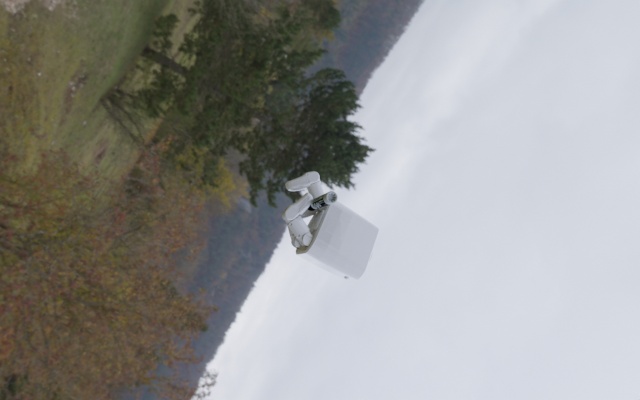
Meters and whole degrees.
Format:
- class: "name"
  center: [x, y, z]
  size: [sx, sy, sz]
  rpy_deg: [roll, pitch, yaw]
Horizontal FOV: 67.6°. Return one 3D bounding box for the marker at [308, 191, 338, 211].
- class: "marker"
  center: [0.000, 0.002, 0.768]
  size: [0.020, 0.020, 0.121]
  rpy_deg: [0, -7, -17]
